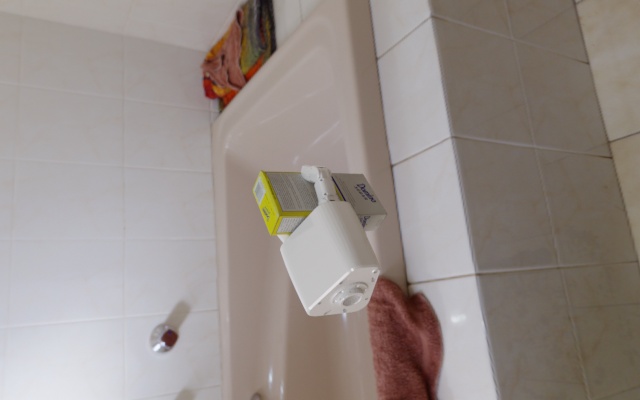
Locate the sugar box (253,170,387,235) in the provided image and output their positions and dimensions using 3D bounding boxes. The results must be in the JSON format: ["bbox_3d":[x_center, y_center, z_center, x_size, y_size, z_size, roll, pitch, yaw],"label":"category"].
[{"bbox_3d":[0.000,0.003,0.692,0.176,0.048,0.093,3,43,-31],"label":"sugar box"}]
